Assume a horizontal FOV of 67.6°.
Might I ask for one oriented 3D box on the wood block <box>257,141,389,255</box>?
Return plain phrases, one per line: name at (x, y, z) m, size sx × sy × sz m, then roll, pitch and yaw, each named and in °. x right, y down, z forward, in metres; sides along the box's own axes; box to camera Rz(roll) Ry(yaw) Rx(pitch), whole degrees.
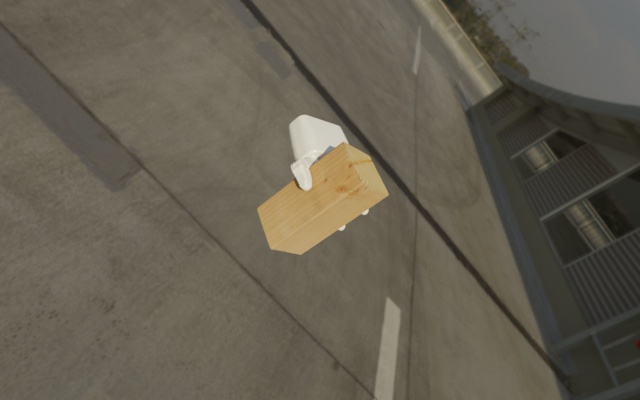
wood block at (0.000, 0.002, 0.834) m, size 0.206 × 0.090 × 0.091 m, roll -36°, pitch -31°, yaw 24°
